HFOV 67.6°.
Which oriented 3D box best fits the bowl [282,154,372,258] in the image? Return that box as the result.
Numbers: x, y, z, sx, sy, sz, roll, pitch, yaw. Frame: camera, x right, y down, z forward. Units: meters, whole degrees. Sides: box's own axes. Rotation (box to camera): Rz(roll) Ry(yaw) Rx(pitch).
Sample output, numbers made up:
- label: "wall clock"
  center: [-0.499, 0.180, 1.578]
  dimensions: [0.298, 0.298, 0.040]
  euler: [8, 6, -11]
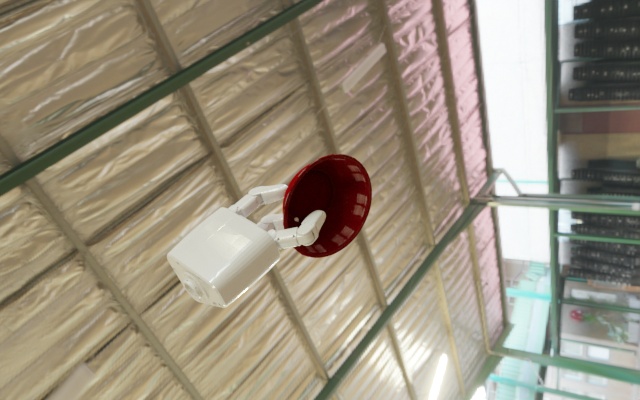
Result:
- label: "bowl"
  center: [0.001, 0.002, 0.721]
  dimensions: [0.162, 0.162, 0.055]
  euler: [0, 18, -37]
